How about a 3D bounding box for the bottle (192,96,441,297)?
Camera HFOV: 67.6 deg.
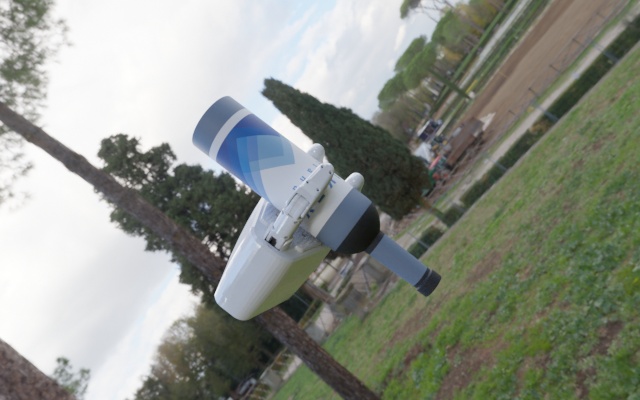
[{"bbox_3d":[0.000,0.001,0.507,0.295,0.069,0.069,37,3,4],"label":"bottle"}]
